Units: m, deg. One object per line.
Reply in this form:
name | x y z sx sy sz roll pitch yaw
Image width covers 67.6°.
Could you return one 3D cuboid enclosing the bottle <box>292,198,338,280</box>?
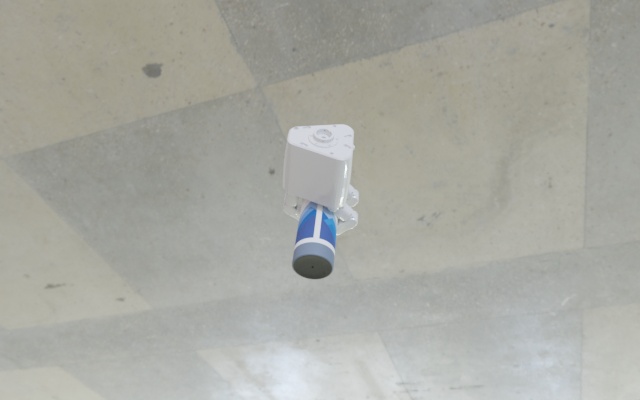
bottle | 0.000 0.003 0.858 0.069 0.069 0.295 3 45 3
